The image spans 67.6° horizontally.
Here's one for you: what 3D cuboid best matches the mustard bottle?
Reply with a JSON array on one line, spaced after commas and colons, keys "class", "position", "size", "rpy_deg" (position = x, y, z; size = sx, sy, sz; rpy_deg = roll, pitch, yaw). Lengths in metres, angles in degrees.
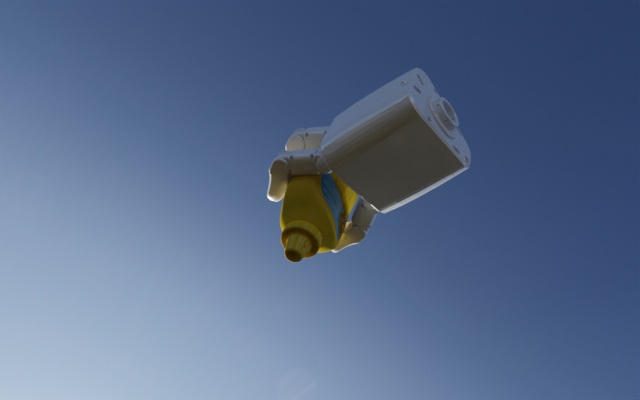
[{"class": "mustard bottle", "position": [0.000, 0.002, 0.535], "size": [0.058, 0.096, 0.191], "rpy_deg": [-4, 31, 21]}]
